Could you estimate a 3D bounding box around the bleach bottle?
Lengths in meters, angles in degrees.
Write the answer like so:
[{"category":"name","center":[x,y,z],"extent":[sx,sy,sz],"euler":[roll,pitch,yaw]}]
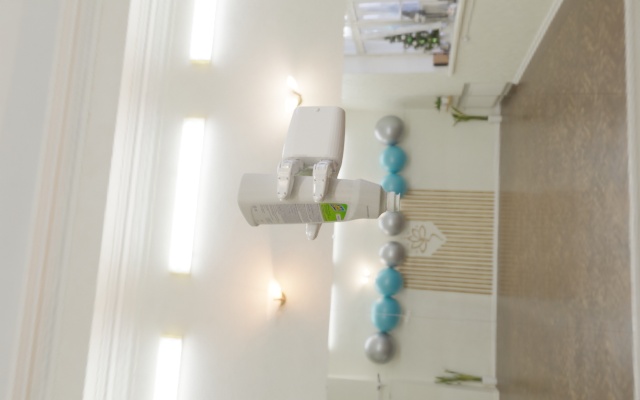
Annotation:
[{"category":"bleach bottle","center":[0.000,0.002,0.765],"extent":[0.251,0.068,0.103],"euler":[2,-28,11]}]
